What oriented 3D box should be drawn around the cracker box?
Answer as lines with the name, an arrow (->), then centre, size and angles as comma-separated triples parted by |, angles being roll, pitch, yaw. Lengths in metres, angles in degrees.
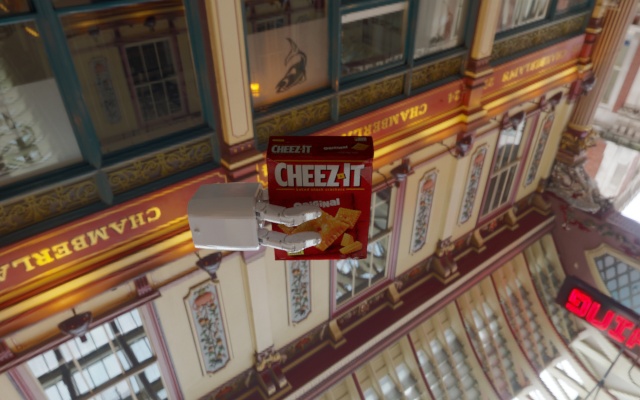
cracker box -> 0.000, 0.003, 0.786 | 0.164, 0.214, 0.072 | 0, 37, 0
